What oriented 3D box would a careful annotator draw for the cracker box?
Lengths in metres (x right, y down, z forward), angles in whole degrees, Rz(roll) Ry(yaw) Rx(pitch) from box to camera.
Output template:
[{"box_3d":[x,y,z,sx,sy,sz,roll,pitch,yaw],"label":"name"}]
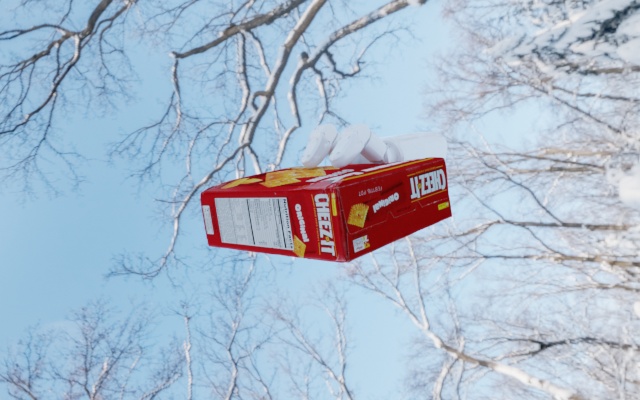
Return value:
[{"box_3d":[0.000,0.002,0.503,0.164,0.072,0.213,-17,11,-43],"label":"cracker box"}]
